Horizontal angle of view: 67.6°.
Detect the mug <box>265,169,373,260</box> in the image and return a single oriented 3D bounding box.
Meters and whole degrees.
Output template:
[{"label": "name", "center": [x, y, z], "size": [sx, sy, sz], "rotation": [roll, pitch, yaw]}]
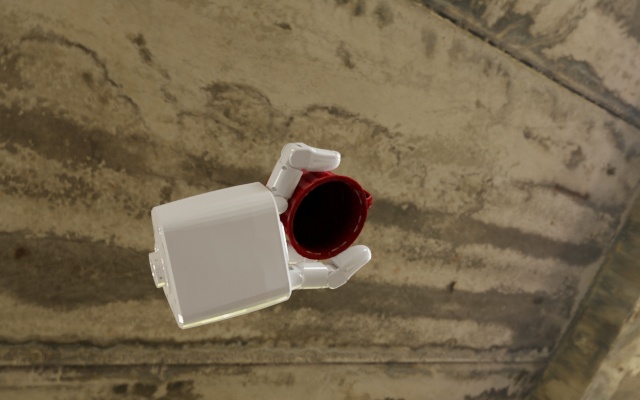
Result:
[{"label": "mug", "center": [0.001, 0.001, 0.515], "size": [0.117, 0.093, 0.081], "rotation": [-13, 28, -26]}]
